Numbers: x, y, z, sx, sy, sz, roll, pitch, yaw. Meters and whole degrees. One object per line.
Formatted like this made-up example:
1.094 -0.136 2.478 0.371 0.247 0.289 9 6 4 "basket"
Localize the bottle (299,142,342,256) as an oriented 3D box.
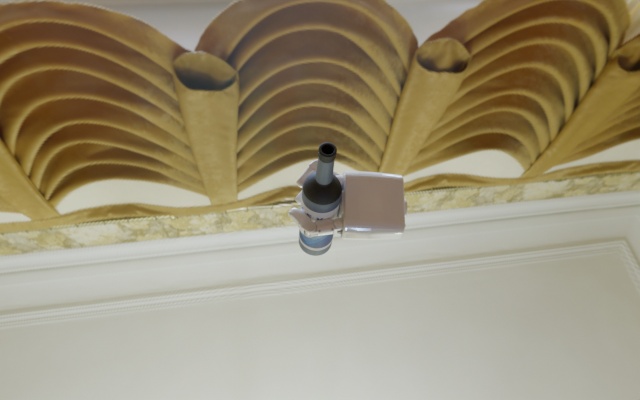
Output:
0.000 0.003 0.826 0.069 0.069 0.296 0 -32 -5 "bottle"
